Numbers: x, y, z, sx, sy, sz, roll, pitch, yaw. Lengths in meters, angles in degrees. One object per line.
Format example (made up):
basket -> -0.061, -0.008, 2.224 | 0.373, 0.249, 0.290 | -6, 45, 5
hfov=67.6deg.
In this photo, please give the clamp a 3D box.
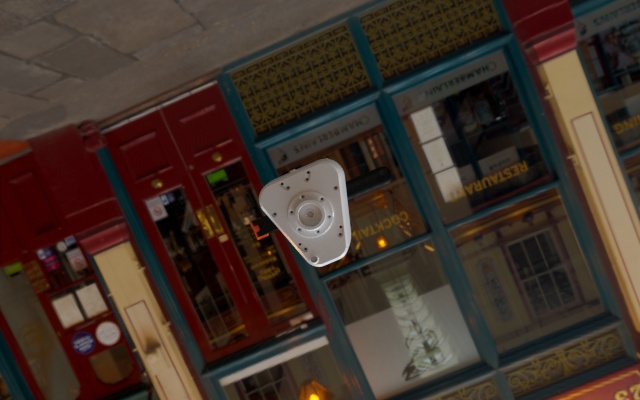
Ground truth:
clamp -> 0.000, 0.003, 0.708 | 0.210, 0.036, 0.164 | -24, 0, 4
